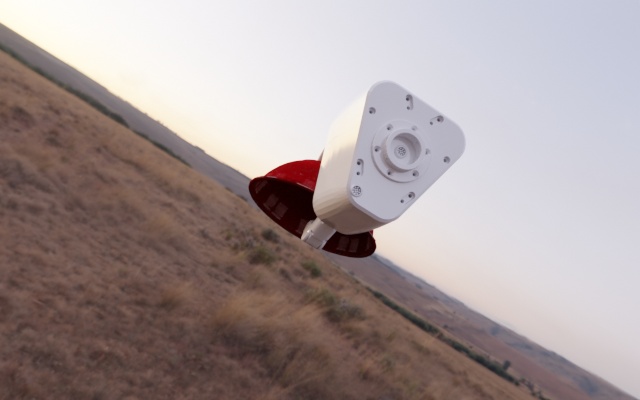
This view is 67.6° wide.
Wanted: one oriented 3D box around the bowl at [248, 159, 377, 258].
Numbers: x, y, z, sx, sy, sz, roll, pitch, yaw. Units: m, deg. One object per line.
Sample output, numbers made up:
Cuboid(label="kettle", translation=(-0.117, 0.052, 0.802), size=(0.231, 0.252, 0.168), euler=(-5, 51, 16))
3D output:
Cuboid(label="bowl", translation=(0.000, 0.002, 0.553), size=(0.162, 0.055, 0.162), euler=(24, -23, 11))
